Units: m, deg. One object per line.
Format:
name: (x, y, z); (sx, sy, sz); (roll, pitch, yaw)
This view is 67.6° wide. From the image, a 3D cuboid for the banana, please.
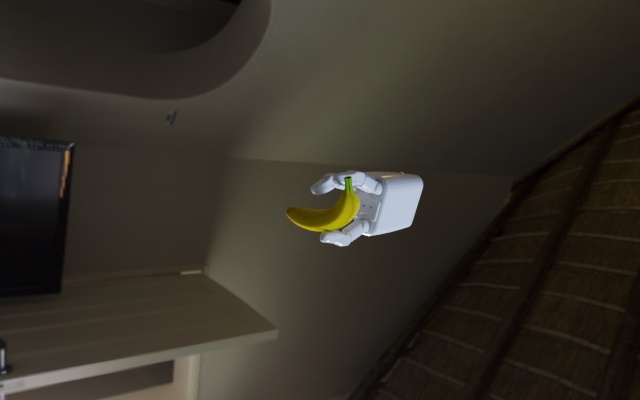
banana: (0.008, 0.019, 0.809); (0.037, 0.069, 0.198); (-15, -8, -39)
